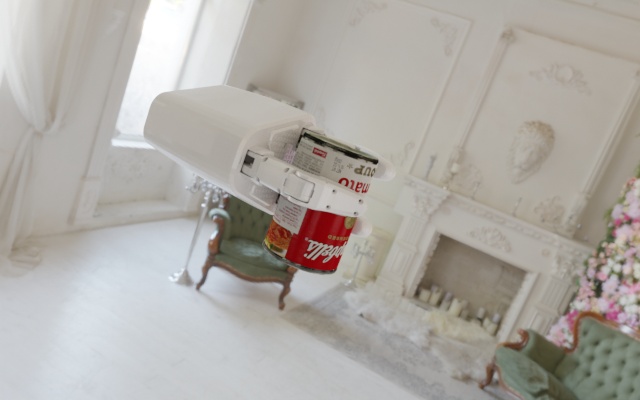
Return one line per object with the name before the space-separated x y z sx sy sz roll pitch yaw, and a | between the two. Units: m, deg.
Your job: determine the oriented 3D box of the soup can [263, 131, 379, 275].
soup can | 0.001 0.001 0.400 0.068 0.102 0.068 20 11 -4
